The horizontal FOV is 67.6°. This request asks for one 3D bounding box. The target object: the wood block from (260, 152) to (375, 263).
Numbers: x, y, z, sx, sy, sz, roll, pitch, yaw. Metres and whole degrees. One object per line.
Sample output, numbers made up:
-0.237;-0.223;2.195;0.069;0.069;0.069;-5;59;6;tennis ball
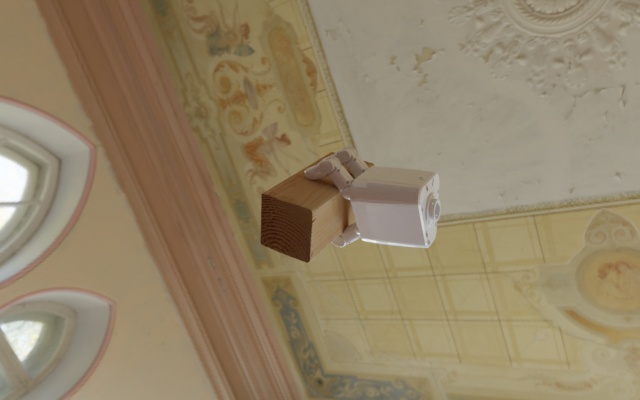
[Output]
0.001;0.003;0.765;0.090;0.091;0.206;18;30;25;wood block
